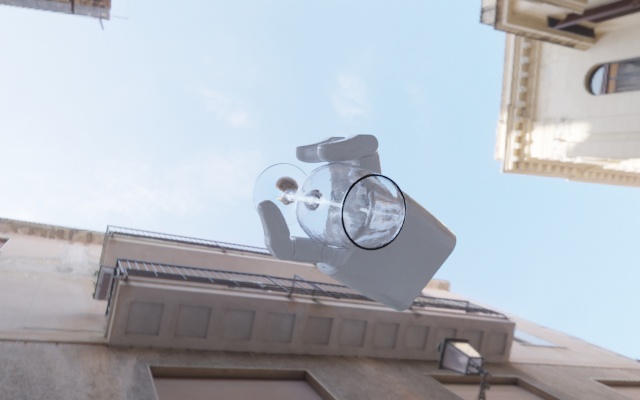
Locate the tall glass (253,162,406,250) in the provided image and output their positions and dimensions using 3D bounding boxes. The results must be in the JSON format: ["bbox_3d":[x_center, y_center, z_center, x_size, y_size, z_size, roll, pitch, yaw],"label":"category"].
[{"bbox_3d":[0.000,0.001,0.469,0.079,0.079,0.201,0,5,-26],"label":"tall glass"}]
